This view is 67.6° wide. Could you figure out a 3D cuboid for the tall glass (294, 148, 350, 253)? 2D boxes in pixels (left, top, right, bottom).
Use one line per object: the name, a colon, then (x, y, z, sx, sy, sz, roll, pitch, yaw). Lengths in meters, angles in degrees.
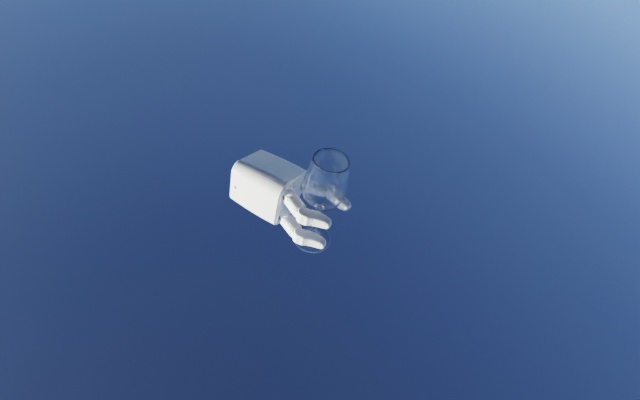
tall glass: (0.000, 0.003, 0.846, 0.079, 0.079, 0.201, 0, -43, -15)
